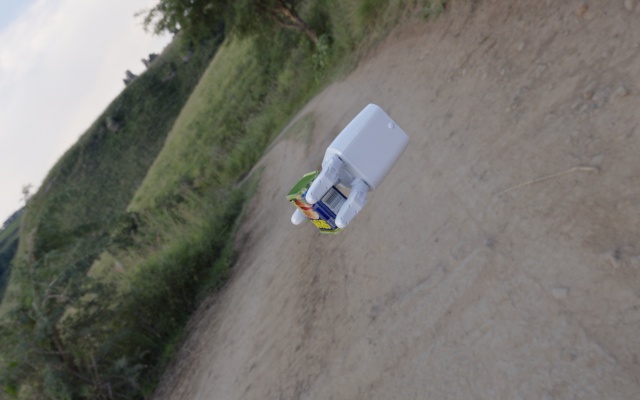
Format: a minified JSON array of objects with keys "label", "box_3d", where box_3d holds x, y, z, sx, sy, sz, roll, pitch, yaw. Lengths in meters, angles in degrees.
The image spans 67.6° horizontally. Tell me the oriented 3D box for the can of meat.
[{"label":"can of meat","box_3d":[0.000,0.002,0.731,0.084,0.057,0.102,43,-13,-11]}]
